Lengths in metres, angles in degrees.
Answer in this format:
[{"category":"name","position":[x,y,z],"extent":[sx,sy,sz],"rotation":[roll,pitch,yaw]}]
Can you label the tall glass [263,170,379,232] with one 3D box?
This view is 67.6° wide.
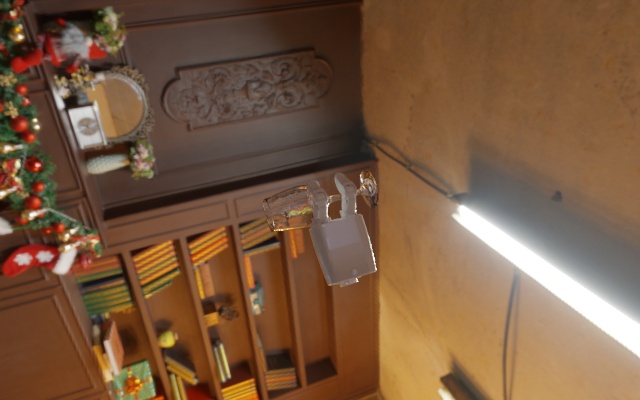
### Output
[{"category":"tall glass","position":[0.001,0.003,0.873],"extent":[0.201,0.079,0.079],"rotation":[-14,4,-17]}]
